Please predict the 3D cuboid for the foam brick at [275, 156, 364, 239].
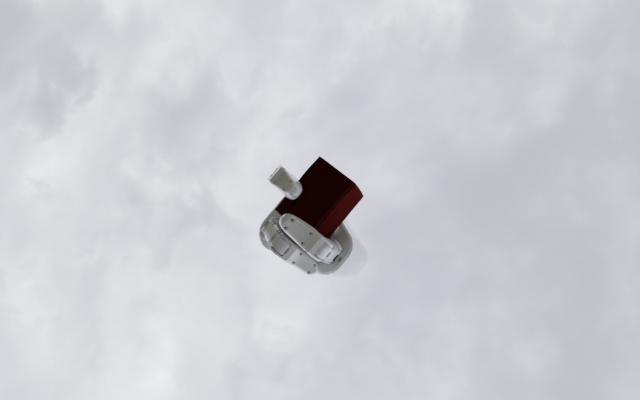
[{"bbox_3d":[0.000,0.002,0.521,0.053,0.078,0.051,41,2,23],"label":"foam brick"}]
